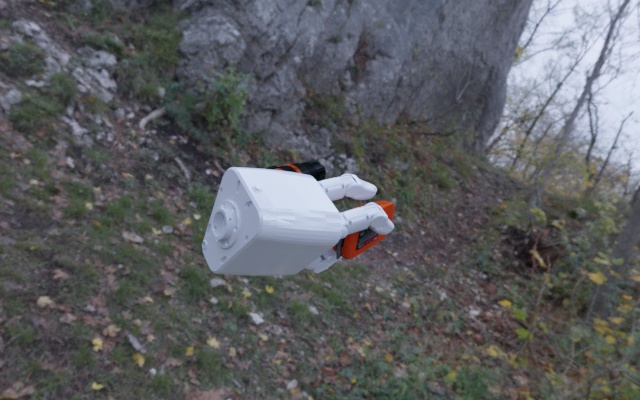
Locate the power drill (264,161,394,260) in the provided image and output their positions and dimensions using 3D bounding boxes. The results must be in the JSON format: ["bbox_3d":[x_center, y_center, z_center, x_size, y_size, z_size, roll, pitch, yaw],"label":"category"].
[{"bbox_3d":[0.000,0.002,0.644,0.187,0.057,0.184,22,30,30],"label":"power drill"}]
